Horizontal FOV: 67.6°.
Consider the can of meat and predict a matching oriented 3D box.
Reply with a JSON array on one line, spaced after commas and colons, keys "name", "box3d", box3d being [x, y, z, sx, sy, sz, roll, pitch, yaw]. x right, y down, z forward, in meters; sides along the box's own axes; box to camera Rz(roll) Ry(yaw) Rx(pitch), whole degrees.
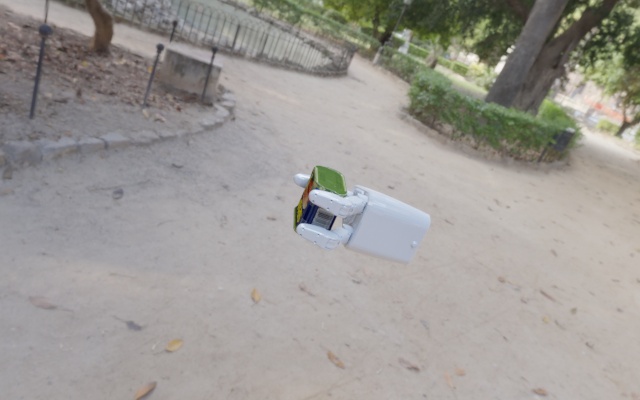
[{"name": "can of meat", "box3d": [0.000, 0.002, 0.728, 0.057, 0.084, 0.102, 20, 22, -11]}]
